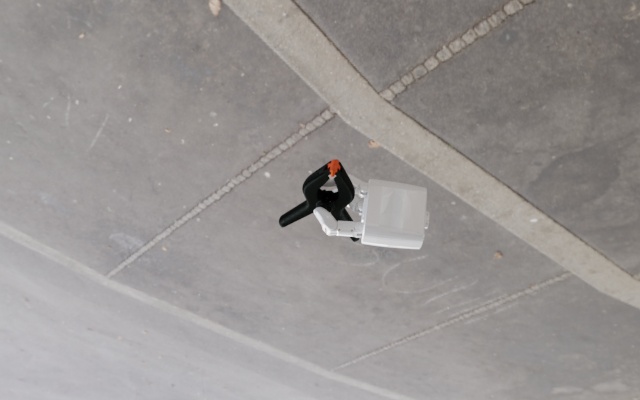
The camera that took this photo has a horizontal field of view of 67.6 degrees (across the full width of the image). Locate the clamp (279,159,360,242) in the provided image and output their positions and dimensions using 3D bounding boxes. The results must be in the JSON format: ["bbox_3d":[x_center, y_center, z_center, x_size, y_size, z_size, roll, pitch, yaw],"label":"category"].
[{"bbox_3d":[0.000,0.003,0.884,0.164,0.036,0.210,6,-39,4],"label":"clamp"}]
